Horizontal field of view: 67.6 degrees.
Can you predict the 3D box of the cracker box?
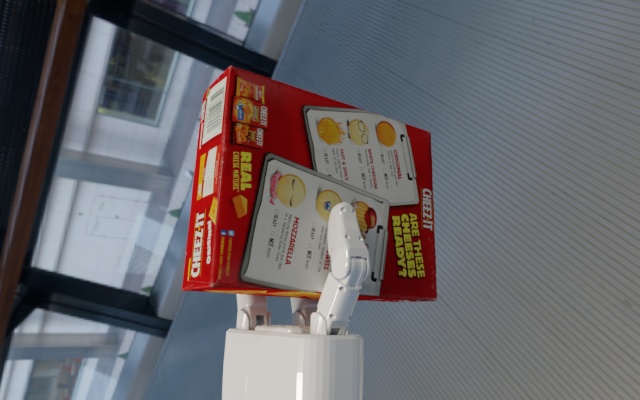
[{"bbox_3d":[0.000,0.001,0.411,0.214,0.164,0.072,11,-16,-33],"label":"cracker box"}]
